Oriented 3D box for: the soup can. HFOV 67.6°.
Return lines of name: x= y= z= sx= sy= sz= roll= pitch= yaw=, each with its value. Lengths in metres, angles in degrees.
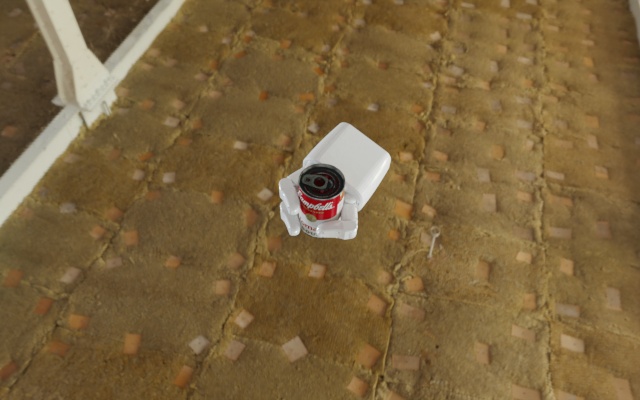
soup can: x=0.000 y=0.003 z=0.721 sx=0.068 sy=0.068 sz=0.102 roll=0 pitch=-37 yaw=-3
